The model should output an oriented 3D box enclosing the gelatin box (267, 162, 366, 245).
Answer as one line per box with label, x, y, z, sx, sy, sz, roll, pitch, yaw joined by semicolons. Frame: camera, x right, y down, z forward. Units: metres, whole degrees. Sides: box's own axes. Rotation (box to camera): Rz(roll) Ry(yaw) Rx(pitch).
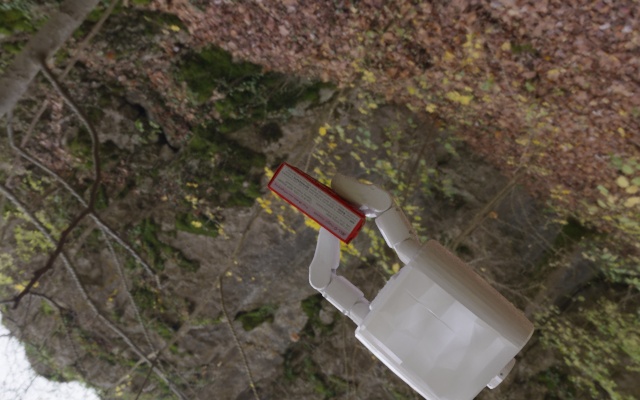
gelatin box;0.000;0.002;0.441;0.089;0.030;0.073;35;4;5
